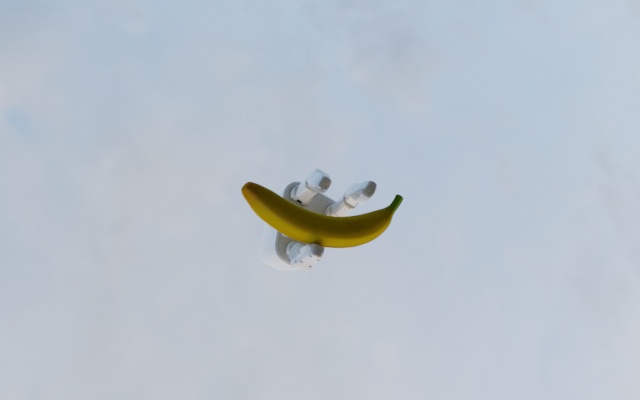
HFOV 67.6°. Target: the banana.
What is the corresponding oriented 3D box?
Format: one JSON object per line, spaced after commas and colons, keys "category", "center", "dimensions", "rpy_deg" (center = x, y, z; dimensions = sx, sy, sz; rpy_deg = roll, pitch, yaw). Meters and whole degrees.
{"category": "banana", "center": [0.003, 0.021, 0.562], "dimensions": [0.198, 0.069, 0.037], "rpy_deg": [4, -6, -19]}
